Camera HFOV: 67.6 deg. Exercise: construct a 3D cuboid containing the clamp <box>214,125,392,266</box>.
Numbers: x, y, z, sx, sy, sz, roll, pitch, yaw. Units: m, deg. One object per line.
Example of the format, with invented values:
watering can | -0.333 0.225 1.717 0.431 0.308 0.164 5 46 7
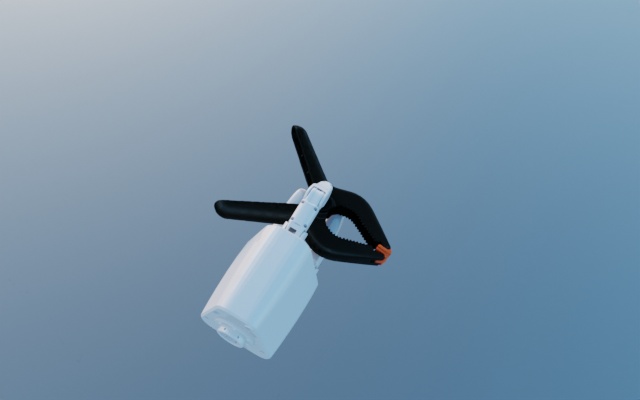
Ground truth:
clamp | 0.001 0.002 0.590 0.210 0.164 0.036 30 -28 6
